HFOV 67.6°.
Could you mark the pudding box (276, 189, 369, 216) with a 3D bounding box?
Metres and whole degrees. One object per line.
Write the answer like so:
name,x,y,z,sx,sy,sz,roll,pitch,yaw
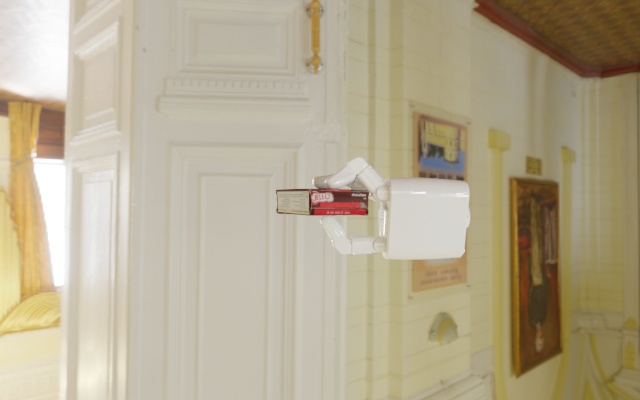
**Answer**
pudding box,0.000,0.002,0.657,0.090,0.039,0.113,2,-2,-28
